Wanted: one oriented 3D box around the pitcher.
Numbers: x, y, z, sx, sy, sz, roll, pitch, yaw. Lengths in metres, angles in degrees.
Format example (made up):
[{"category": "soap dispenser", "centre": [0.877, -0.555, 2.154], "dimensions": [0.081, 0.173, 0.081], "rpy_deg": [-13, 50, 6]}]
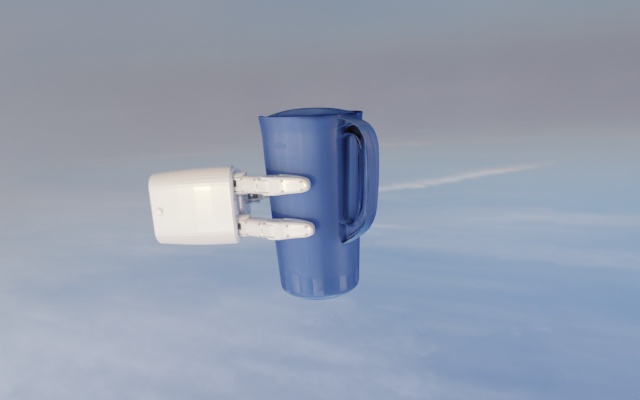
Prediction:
[{"category": "pitcher", "centre": [0.000, 0.002, 0.623], "dimensions": [0.145, 0.243, 0.149], "rpy_deg": [-3, 12, 2]}]
